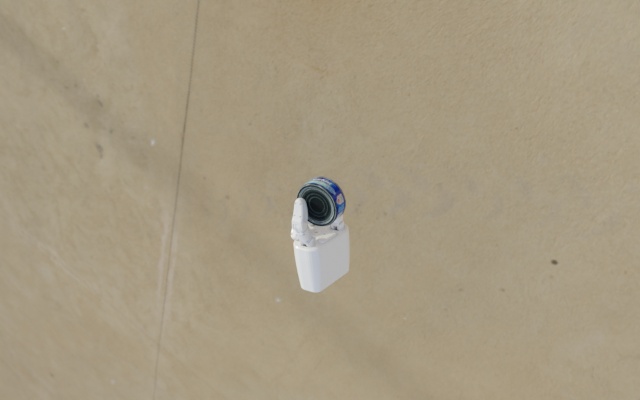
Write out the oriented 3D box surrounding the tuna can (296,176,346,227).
[{"bbox_3d":[0.000,0.003,0.851,0.086,0.086,0.033,0,24,35],"label":"tuna can"}]
